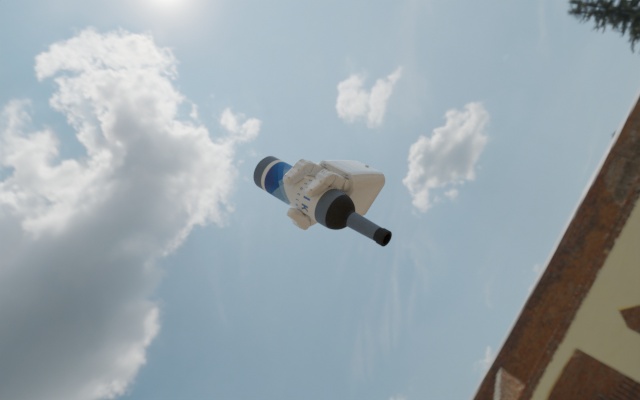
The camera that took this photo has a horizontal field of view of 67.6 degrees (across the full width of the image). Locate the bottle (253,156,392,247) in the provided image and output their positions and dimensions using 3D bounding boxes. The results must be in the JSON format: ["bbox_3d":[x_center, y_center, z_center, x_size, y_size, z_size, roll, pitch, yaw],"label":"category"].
[{"bbox_3d":[0.000,0.003,0.834,0.295,0.069,0.069,29,18,36],"label":"bottle"}]
